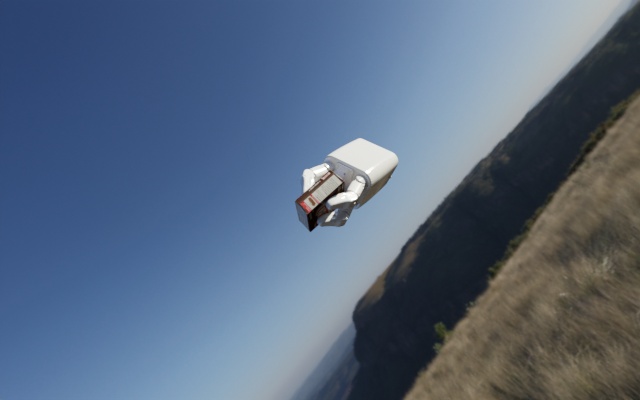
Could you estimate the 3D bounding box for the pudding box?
[{"bbox_3d":[0.000,0.003,0.870,0.039,0.090,0.113,43,-13,17],"label":"pudding box"}]
